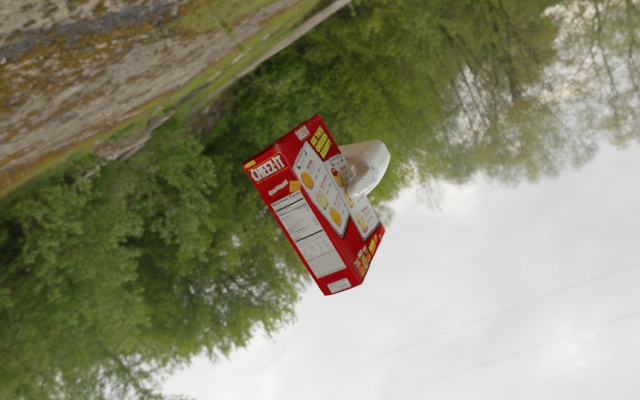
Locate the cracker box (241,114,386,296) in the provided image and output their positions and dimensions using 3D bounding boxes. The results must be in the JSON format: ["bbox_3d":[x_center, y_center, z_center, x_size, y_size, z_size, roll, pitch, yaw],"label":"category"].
[{"bbox_3d":[0.000,0.002,0.677,0.072,0.214,0.164,-26,12,27],"label":"cracker box"}]
